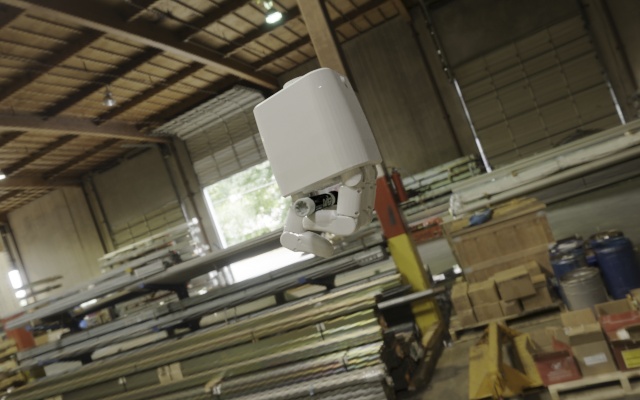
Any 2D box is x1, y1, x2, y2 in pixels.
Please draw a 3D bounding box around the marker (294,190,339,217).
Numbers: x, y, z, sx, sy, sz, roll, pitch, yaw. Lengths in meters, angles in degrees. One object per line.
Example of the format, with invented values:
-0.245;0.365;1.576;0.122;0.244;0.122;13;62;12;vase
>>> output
0.000;0.002;0.537;0.020;0.020;0.121;0;6;18;marker
